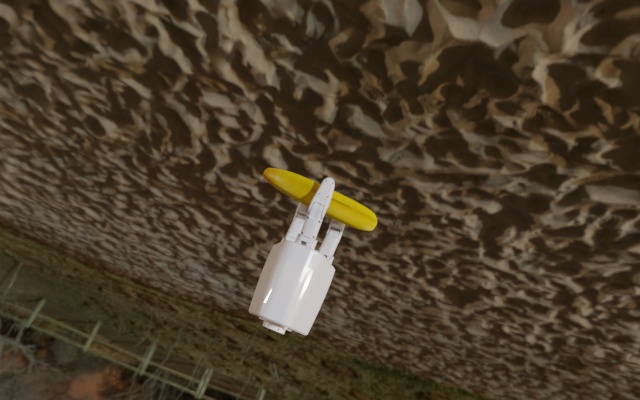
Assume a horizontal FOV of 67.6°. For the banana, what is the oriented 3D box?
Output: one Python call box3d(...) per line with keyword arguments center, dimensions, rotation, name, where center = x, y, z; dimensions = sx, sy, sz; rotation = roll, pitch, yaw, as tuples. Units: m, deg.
box3d(center=(0.010, 0.004, 0.694), dimensions=(0.198, 0.037, 0.069), rotation=(26, -9, -19), name="banana")
